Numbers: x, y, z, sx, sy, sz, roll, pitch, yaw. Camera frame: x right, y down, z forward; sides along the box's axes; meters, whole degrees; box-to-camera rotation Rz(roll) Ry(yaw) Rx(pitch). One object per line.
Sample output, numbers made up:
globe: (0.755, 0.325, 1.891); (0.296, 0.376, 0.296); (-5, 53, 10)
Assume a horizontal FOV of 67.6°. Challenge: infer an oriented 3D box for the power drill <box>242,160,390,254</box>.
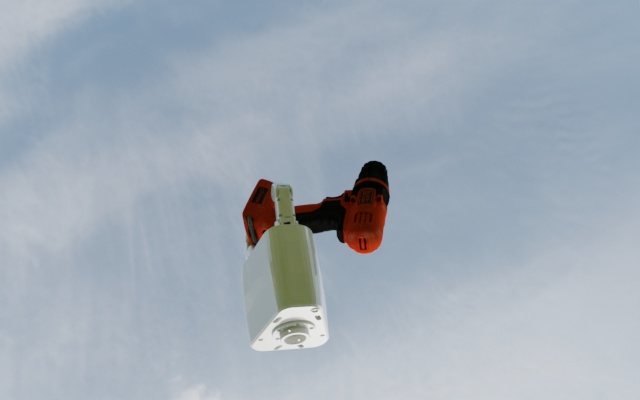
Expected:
power drill: (0.000, 0.002, 0.653); (0.187, 0.057, 0.184); (-3, 31, 14)
